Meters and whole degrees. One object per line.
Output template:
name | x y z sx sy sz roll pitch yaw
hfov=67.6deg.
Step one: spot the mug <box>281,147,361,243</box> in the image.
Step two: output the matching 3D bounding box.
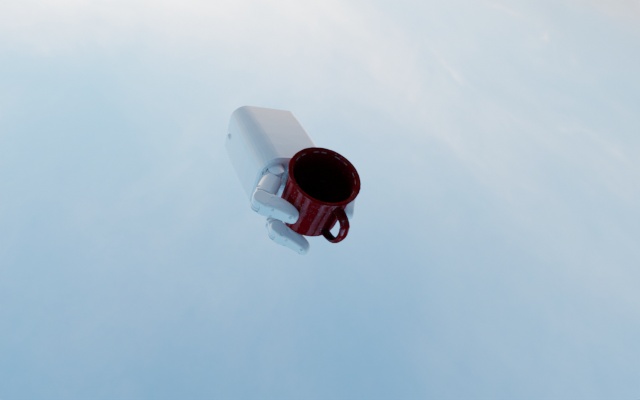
mug | 0.001 0.003 0.605 0.093 0.117 0.081 -18 -28 -32
